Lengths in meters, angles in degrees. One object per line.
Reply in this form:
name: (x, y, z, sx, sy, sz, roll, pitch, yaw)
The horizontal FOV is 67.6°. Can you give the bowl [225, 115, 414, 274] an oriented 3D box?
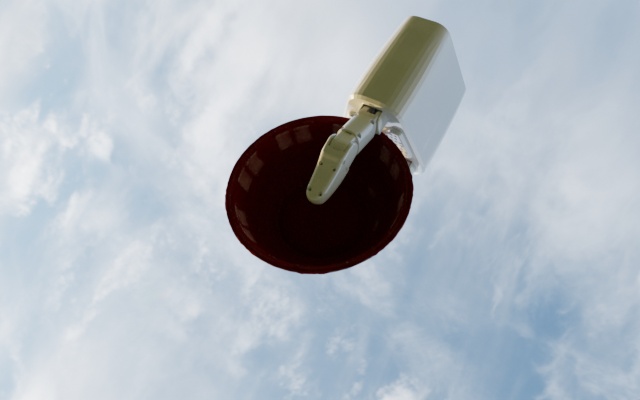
bowl: (-0.001, 0.002, 0.429, 0.162, 0.162, 0.055, 0, -32, 7)
